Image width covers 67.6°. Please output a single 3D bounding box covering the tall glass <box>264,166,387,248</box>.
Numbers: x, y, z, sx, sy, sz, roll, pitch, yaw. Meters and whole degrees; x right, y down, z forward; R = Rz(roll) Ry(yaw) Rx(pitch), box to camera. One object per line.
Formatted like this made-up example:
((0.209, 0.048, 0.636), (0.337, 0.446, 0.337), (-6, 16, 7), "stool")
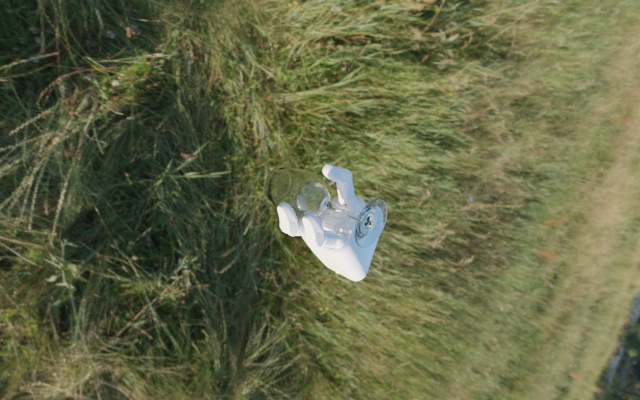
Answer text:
((0.001, 0.002, 0.738), (0.201, 0.079, 0.079), (23, 14, 37), "tall glass")
